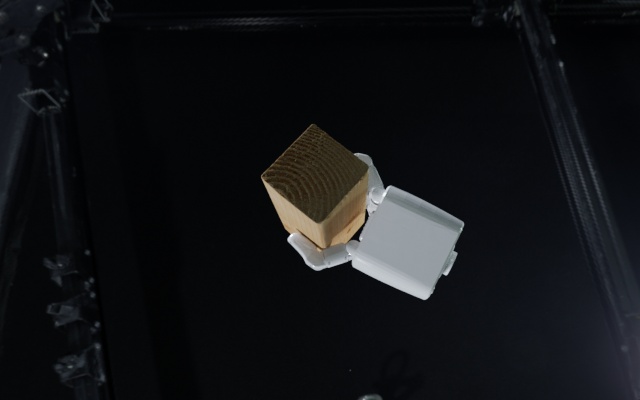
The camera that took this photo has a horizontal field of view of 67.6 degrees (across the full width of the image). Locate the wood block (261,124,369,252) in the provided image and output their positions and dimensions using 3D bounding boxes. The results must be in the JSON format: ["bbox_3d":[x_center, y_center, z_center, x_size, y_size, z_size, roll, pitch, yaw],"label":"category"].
[{"bbox_3d":[0.000,0.003,0.626,0.090,0.091,0.206,39,-13,15],"label":"wood block"}]
